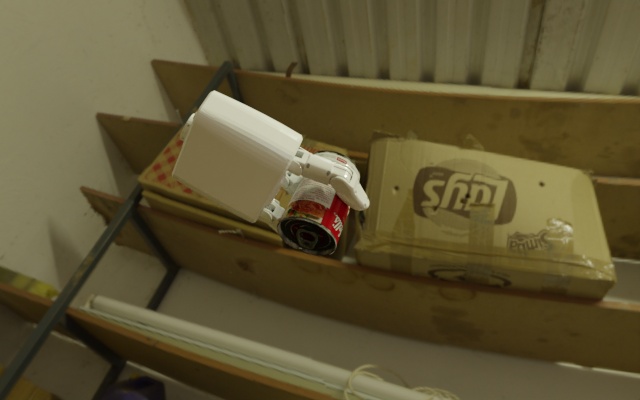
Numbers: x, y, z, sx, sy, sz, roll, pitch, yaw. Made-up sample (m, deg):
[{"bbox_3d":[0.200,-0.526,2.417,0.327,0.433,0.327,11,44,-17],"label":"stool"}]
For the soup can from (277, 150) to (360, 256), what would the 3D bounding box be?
[{"bbox_3d":[0.001,0.002,0.541,0.068,0.102,0.069,15,-35,11],"label":"soup can"}]
